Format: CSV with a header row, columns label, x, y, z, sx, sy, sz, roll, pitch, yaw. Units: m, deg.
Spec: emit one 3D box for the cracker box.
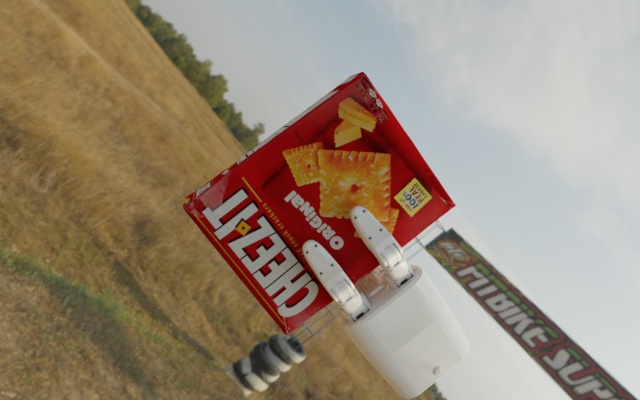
label,x,y,z,sx,sy,sz,roll,pitch,yaw
cracker box,0.000,0.001,0.478,0.213,0.164,0.072,-37,12,-4
